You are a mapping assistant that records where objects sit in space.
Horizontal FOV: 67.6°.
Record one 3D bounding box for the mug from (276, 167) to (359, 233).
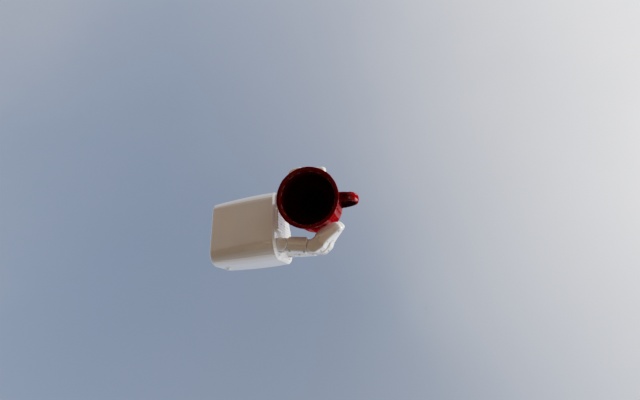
[{"bbox_3d":[0.002,0.002,0.725,0.117,0.093,0.081,-8,-14,10],"label":"mug"}]
